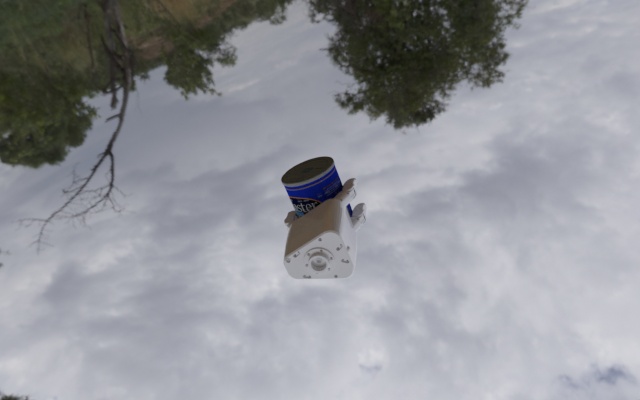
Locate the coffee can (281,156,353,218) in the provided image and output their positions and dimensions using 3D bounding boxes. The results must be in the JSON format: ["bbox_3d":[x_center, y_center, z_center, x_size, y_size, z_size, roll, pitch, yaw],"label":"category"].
[{"bbox_3d":[0.000,0.003,0.891,0.103,0.140,0.102,-19,23,9],"label":"coffee can"}]
